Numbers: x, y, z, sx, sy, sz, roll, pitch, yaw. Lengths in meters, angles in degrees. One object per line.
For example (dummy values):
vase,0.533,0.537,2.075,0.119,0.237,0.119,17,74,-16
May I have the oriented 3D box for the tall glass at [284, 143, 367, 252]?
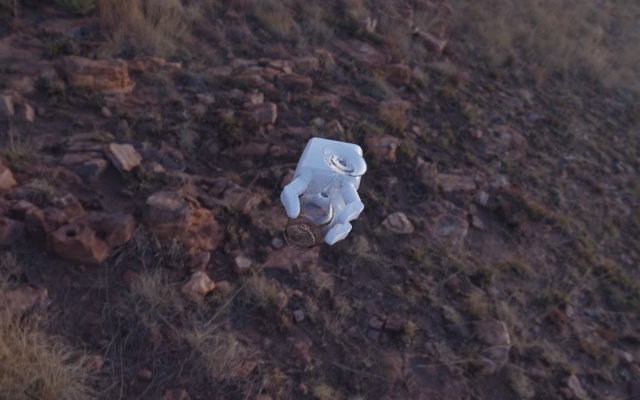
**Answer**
tall glass,0.000,0.002,0.801,0.079,0.079,0.201,0,-42,-31
